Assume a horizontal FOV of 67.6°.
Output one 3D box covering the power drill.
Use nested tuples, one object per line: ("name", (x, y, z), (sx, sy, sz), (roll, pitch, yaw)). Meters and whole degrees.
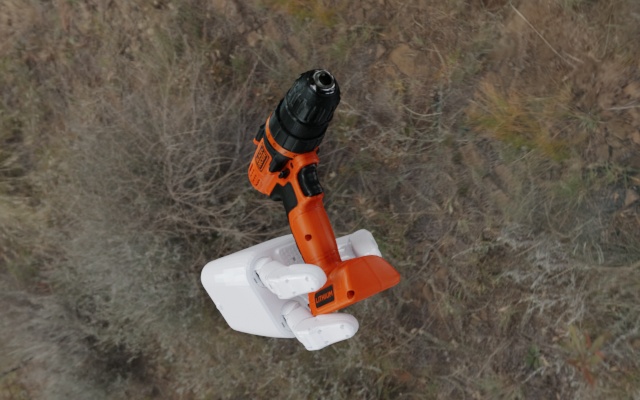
("power drill", (0.000, 0.002, 0.430), (0.057, 0.187, 0.184), (-17, -15, -25))
